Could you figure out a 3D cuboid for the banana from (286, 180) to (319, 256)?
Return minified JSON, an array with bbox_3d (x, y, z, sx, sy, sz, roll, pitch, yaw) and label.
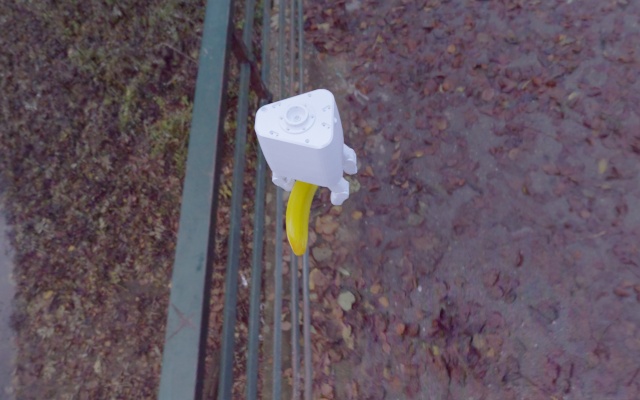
[{"bbox_3d":[-0.015,-0.008,0.780,0.069,0.197,0.037,25,-19,12],"label":"banana"}]
